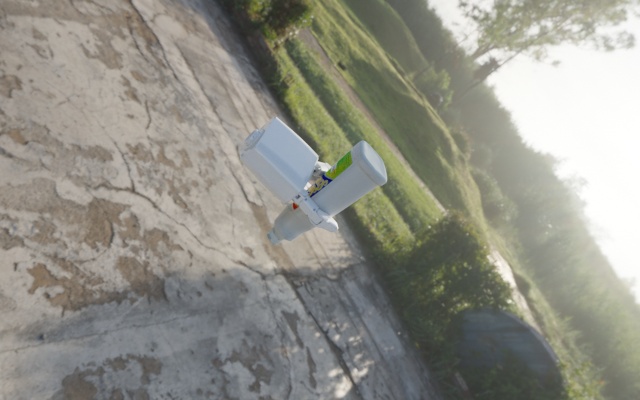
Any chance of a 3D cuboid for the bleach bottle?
[{"bbox_3d":[0.000,0.003,0.850,0.251,0.068,0.102,-39,20,20],"label":"bleach bottle"}]
